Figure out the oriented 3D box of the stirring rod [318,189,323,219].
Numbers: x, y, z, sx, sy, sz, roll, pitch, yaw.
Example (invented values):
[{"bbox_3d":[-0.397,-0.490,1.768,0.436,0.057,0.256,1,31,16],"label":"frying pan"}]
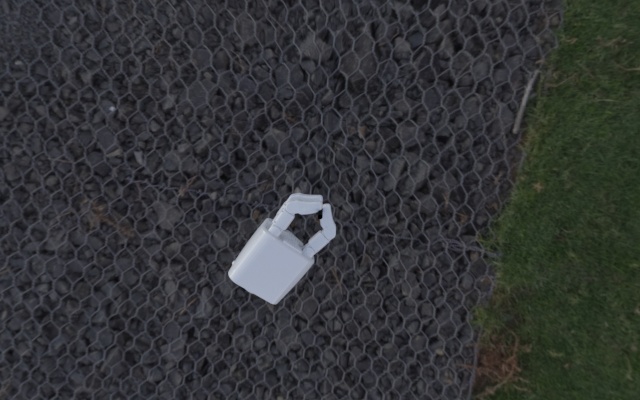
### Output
[{"bbox_3d":[0.000,0.003,0.870,0.011,0.011,0.239,0,11,0],"label":"stirring rod"}]
